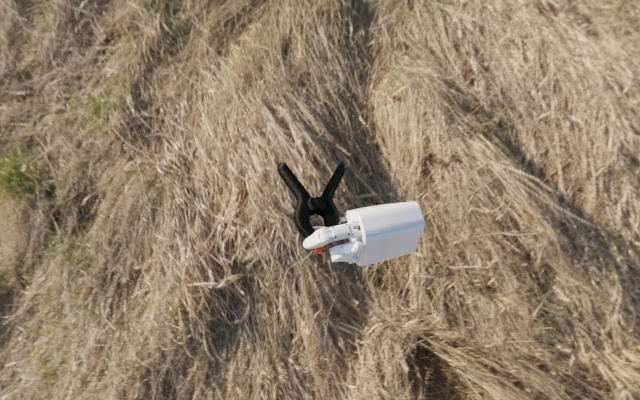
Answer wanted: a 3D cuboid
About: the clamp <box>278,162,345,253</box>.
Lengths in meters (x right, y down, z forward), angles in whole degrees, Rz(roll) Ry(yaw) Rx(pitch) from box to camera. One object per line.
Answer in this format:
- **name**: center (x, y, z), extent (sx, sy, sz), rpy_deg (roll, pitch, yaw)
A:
- **clamp**: center (0.000, 0.003, 0.829), extent (0.120, 0.171, 0.039), rpy_deg (-12, -17, -9)
